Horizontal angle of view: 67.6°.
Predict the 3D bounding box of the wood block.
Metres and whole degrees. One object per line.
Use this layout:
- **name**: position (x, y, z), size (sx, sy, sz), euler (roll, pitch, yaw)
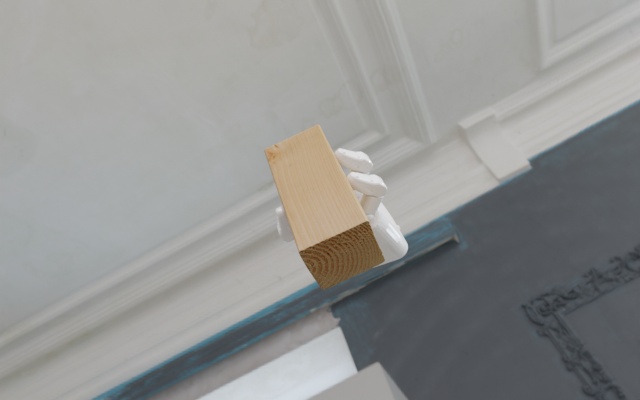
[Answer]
- **wood block**: position (0.000, 0.002, 0.645), size (0.091, 0.206, 0.090), euler (-26, -46, 2)
